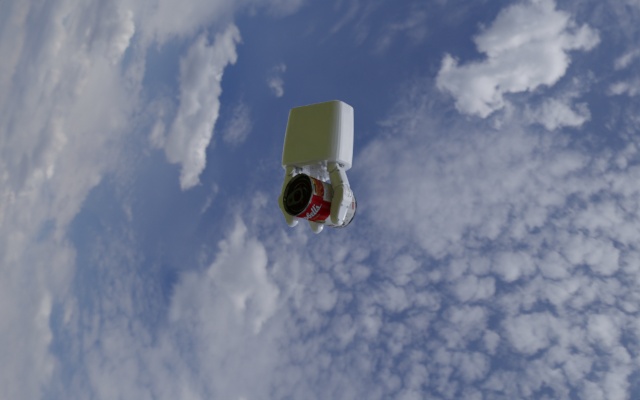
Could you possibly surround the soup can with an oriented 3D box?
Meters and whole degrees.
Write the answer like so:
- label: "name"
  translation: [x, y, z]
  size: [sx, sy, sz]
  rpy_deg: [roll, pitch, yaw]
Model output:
- label: "soup can"
  translation: [0.000, 0.003, 0.764]
  size: [0.102, 0.068, 0.068]
  rpy_deg: [19, -13, -41]
